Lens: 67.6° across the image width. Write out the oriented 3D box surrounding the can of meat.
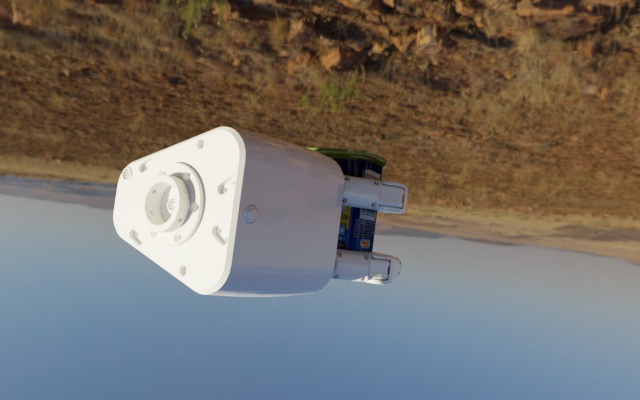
[{"bbox_3d":[0.000,0.002,0.406,0.102,0.084,0.057,5,-4,28],"label":"can of meat"}]
